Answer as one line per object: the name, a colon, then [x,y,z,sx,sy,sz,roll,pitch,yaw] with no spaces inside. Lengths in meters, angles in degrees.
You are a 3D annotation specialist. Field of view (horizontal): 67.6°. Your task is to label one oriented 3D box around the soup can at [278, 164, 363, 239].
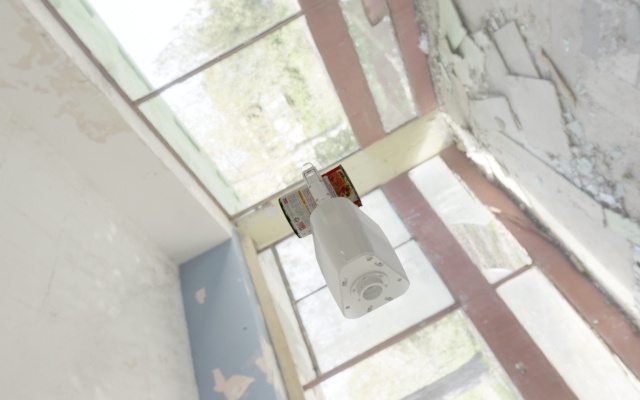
soup can: [0.000,0.002,0.675,0.102,0.068,0.068,-29,-1,2]
